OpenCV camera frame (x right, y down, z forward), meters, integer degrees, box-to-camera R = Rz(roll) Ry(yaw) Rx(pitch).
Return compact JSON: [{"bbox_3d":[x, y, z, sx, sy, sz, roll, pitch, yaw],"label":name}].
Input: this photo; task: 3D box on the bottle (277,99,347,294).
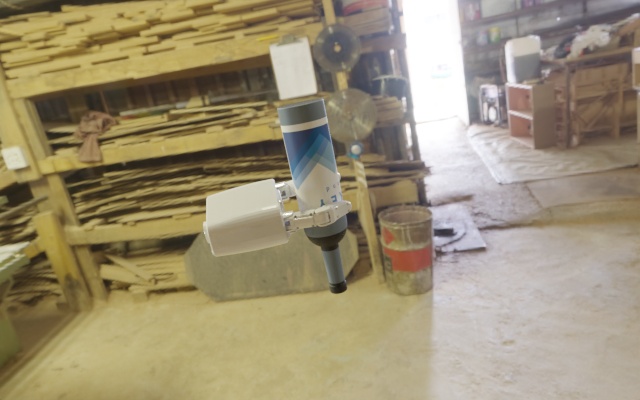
[{"bbox_3d":[0.000,0.002,0.710,0.069,0.296,0.069,-11,16,3],"label":"bottle"}]
